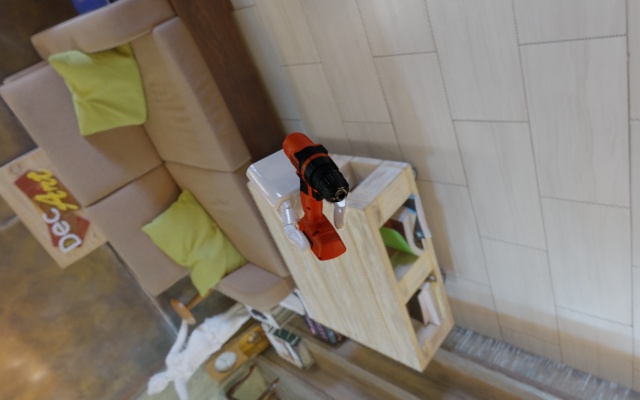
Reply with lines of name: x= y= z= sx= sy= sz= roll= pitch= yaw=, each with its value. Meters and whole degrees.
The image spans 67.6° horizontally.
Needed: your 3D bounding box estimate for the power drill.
power drill: x=0.000 y=0.003 z=0.759 sx=0.057 sy=0.188 sz=0.184 roll=-17 pitch=36 yaw=-15
